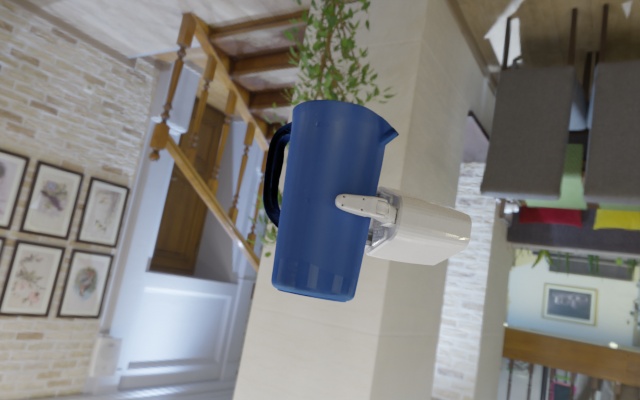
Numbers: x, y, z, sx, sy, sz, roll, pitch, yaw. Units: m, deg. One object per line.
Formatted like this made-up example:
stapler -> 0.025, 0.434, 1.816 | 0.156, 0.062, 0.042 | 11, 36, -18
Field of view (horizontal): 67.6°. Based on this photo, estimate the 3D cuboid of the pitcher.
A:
pitcher -> 0.000, 0.002, 0.627 | 0.145, 0.242, 0.149 | 13, -10, -15
